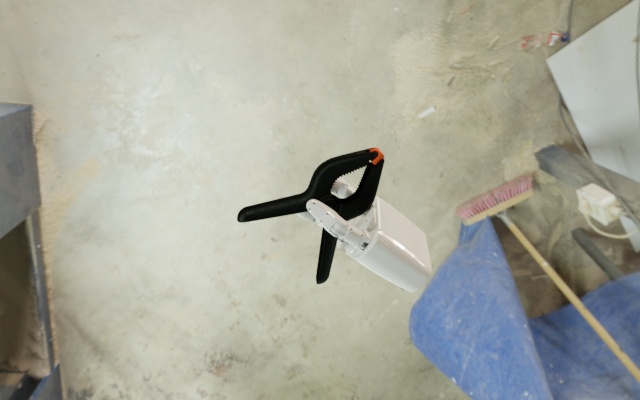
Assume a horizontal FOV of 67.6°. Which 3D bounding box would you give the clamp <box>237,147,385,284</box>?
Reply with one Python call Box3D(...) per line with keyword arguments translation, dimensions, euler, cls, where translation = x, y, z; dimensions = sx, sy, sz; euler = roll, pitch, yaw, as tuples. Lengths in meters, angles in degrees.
Box3D(translation=(0.001, 0.002, 0.655), dimensions=(0.164, 0.210, 0.036), euler=(34, 14, -20), cls="clamp")
